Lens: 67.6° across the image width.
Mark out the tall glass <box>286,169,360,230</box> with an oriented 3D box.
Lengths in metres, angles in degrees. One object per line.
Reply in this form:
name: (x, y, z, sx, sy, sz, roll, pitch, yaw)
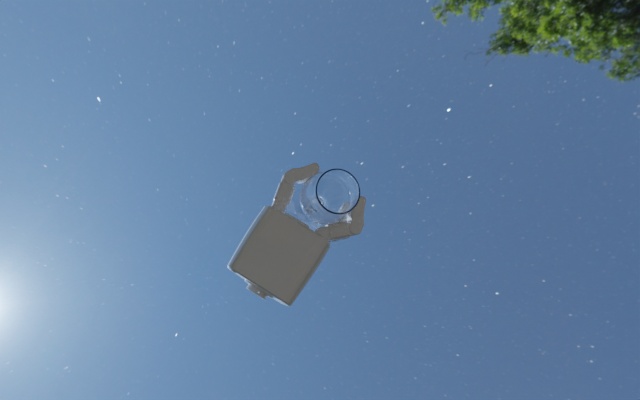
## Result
tall glass: (0.000, 0.002, 0.725, 0.079, 0.079, 0.201, 0, -9, -14)
